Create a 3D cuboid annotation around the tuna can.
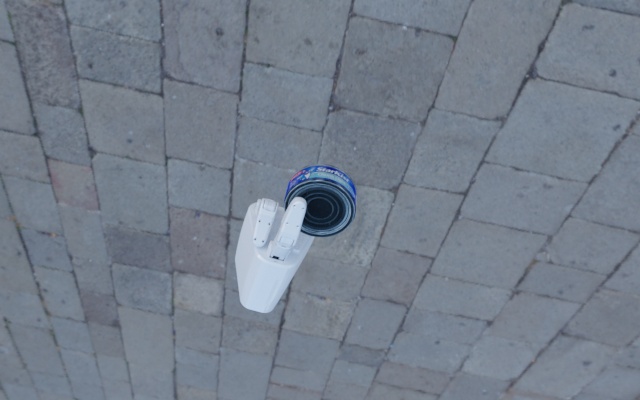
[{"bbox_3d":[0.000,0.002,0.563,0.086,0.086,0.033,0,35,6],"label":"tuna can"}]
